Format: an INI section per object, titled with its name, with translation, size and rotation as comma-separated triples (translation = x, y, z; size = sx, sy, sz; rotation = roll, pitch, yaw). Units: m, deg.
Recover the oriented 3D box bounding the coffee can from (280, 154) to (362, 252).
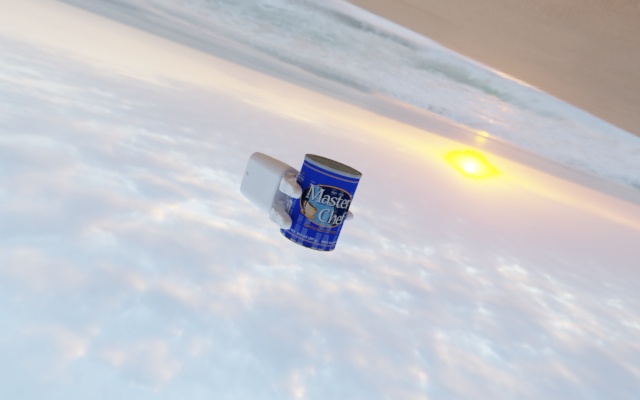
[coffee can]
translation = 0.000, 0.003, 0.818
size = 0.103, 0.140, 0.102
rotation = 19, 12, -4
